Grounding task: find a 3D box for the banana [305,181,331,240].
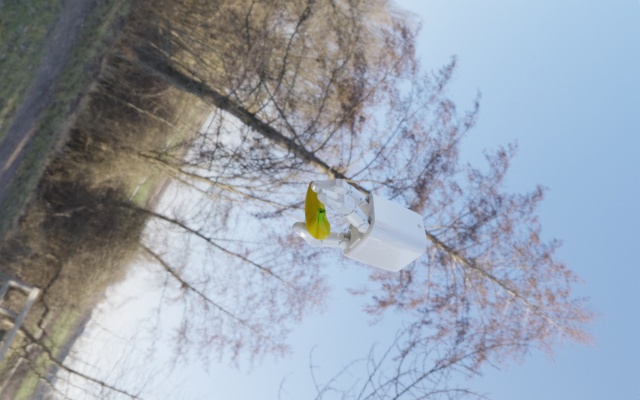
[{"bbox_3d":[-0.004,0.021,0.808,0.037,0.070,0.197,11,14,-9],"label":"banana"}]
